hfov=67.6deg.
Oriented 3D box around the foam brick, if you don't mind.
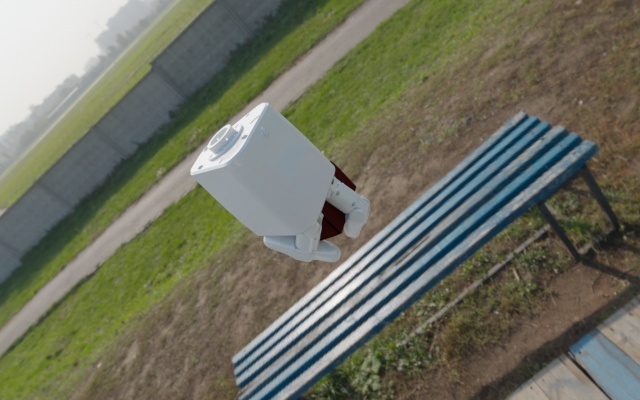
[{"bbox_3d":[0.000,0.002,0.563,0.053,0.078,0.051,-23,-56,40],"label":"foam brick"}]
